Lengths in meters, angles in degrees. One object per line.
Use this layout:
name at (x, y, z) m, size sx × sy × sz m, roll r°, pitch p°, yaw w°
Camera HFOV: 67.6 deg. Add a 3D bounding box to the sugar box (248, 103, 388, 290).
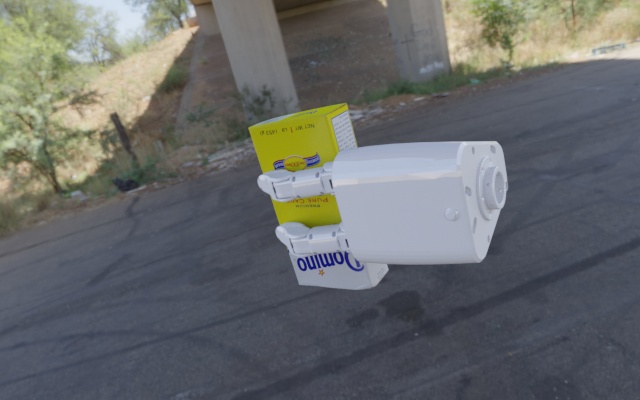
sugar box at (0.000, 0.002, 0.467) m, size 0.093 × 0.176 × 0.048 m, roll -4°, pitch 20°, yaw 36°
